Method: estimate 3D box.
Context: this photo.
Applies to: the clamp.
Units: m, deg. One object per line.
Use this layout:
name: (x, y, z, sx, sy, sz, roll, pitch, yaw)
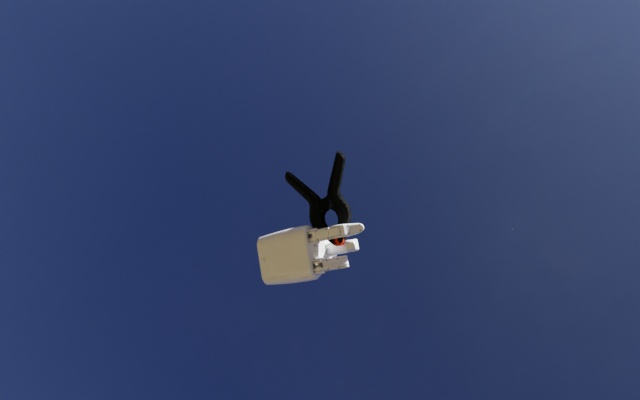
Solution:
clamp: (0.001, 0.003, 0.883, 0.120, 0.171, 0.039, -12, -7, 24)
